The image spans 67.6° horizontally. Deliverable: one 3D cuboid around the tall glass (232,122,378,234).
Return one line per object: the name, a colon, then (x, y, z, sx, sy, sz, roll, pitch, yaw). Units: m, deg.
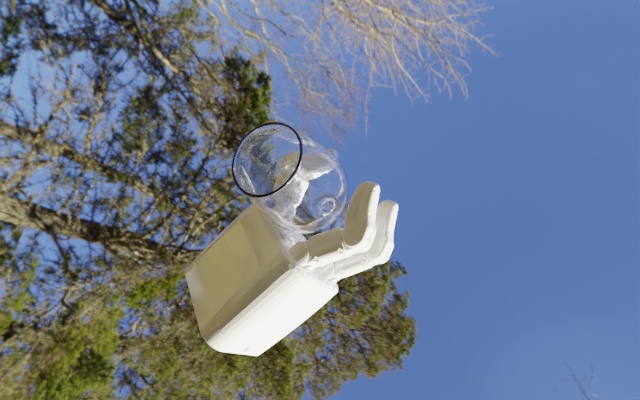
tall glass: (0.000, 0.002, 0.442, 0.079, 0.079, 0.201, 0, -20, 26)
